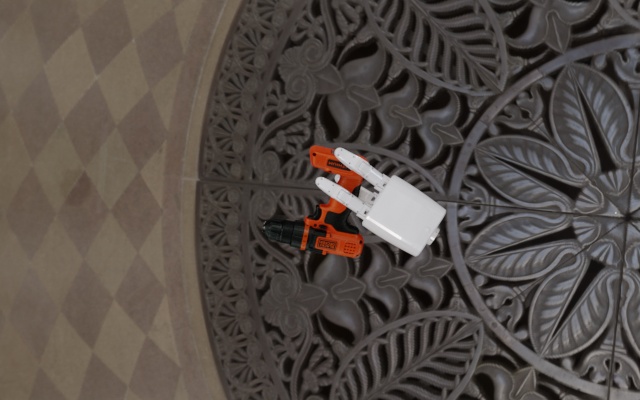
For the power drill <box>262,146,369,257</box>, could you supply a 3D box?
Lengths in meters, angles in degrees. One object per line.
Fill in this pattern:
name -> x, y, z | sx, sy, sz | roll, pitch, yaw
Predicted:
power drill -> 0.000, 0.002, 0.841 | 0.184, 0.188, 0.057 | 11, 19, -5
